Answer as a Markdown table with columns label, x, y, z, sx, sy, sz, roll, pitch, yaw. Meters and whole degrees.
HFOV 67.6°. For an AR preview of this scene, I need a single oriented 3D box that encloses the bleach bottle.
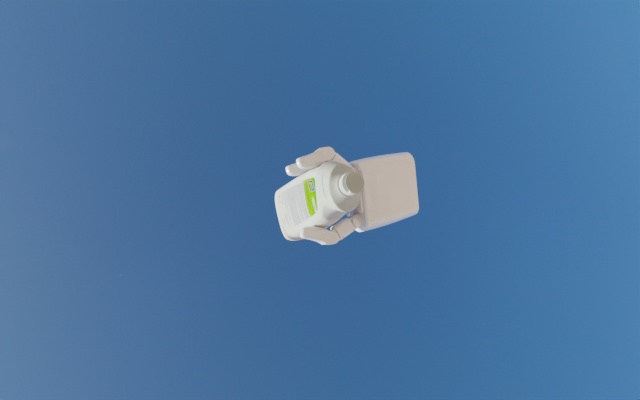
| label | x | y | z | sx | sy | sz | roll | pitch | yaw |
| --- | --- | --- | --- | --- | --- | --- | --- | --- | --- |
| bleach bottle | 0.000 | 0.002 | 0.737 | 0.068 | 0.102 | 0.251 | -14 | -3 | -24 |
